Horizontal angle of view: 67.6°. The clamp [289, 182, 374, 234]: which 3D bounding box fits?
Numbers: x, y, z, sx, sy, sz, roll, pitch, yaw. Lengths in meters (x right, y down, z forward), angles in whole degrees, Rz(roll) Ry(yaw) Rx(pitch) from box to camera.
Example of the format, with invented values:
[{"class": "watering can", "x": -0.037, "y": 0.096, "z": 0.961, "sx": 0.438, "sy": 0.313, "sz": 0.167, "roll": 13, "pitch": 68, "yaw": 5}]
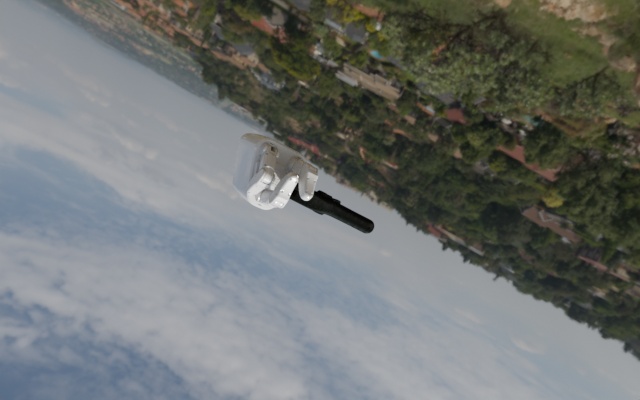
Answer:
[{"class": "clamp", "x": 0.000, "y": 0.003, "z": 0.803, "sx": 0.171, "sy": 0.039, "sz": 0.120, "roll": 27, "pitch": -2, "yaw": -29}]
